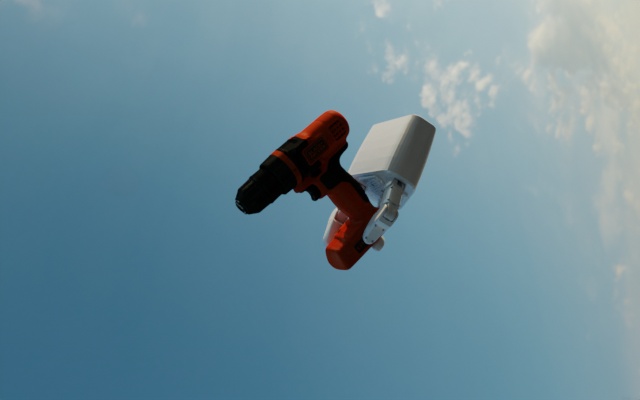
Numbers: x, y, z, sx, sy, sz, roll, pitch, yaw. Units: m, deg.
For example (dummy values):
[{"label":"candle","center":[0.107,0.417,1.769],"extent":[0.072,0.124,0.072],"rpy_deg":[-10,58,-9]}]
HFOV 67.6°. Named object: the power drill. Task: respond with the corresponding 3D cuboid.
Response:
[{"label":"power drill","center":[0.000,0.002,0.633],"extent":[0.184,0.188,0.057],"rpy_deg":[-43,27,-18]}]
